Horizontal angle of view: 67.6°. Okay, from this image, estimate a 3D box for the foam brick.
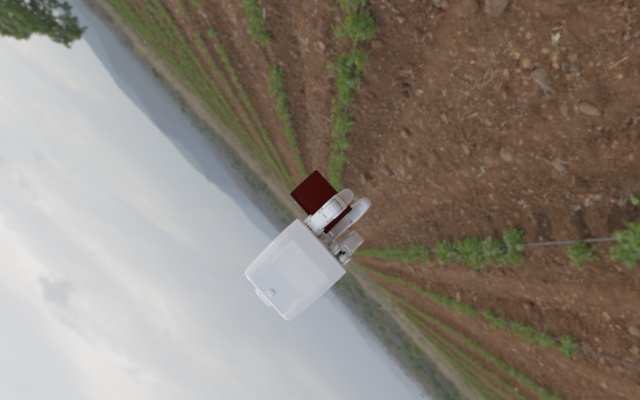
[{"bbox_3d":[0.000,0.002,0.685,0.051,0.078,0.053,-42,-1,-3],"label":"foam brick"}]
